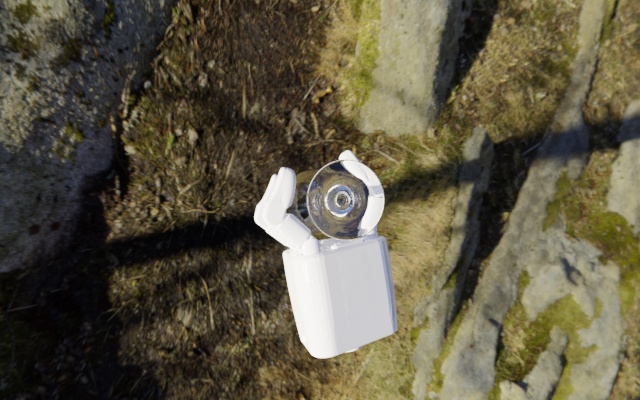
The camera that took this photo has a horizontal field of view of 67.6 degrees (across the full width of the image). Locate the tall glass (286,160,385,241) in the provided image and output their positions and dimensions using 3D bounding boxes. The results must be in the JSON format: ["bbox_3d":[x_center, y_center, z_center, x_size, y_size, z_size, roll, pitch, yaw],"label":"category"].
[{"bbox_3d":[0.000,0.002,0.530,0.079,0.079,0.201,0,-1,-14],"label":"tall glass"}]
